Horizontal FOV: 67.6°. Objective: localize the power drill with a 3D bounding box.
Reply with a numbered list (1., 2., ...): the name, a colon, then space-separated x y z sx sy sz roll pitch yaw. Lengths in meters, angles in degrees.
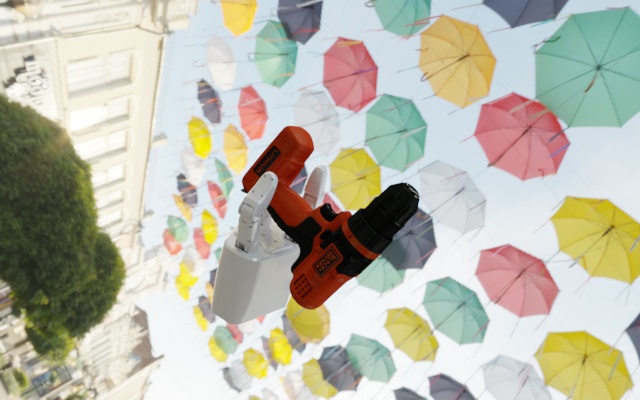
1. power drill: 0.000 0.002 0.546 0.184 0.187 0.057 -46 -31 18
